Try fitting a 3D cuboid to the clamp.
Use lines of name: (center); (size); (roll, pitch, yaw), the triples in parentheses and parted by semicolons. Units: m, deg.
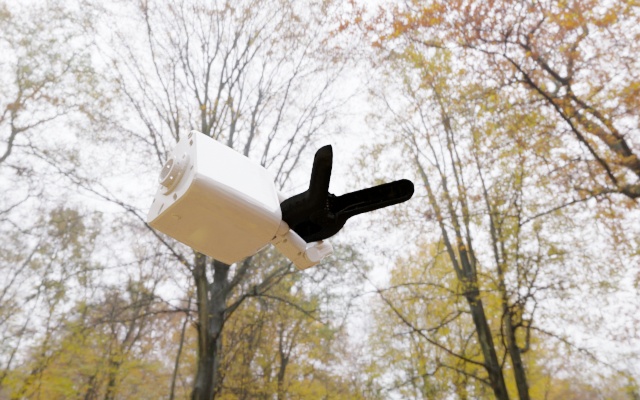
clamp: (0.000, 0.001, 0.509); (0.171, 0.039, 0.120); (-32, -49, 33)
